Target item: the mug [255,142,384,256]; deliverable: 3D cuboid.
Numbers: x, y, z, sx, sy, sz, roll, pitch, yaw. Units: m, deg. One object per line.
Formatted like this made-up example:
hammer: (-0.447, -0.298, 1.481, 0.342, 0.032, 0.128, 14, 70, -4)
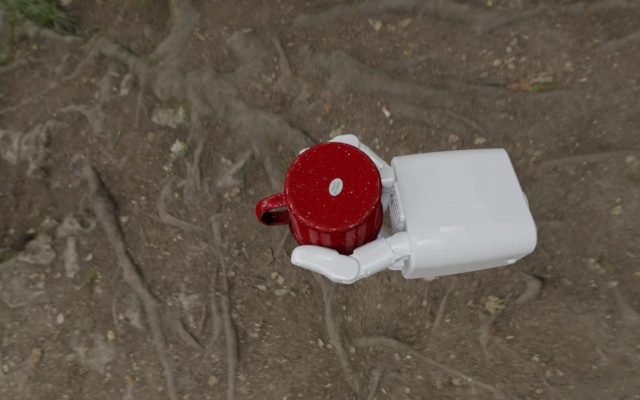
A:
mug: (-0.001, 0.001, 0.424, 0.117, 0.093, 0.081, -7, -19, 1)
